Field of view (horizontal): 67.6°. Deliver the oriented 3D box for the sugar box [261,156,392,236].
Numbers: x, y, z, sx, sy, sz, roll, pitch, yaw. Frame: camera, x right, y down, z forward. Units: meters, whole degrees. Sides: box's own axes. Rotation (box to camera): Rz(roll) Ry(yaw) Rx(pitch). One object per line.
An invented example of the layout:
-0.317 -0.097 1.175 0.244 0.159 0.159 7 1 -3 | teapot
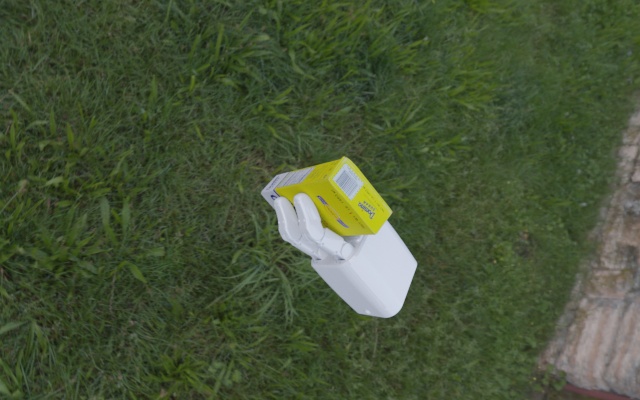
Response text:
0.000 0.002 0.616 0.048 0.093 0.176 -51 21 -28 | sugar box
